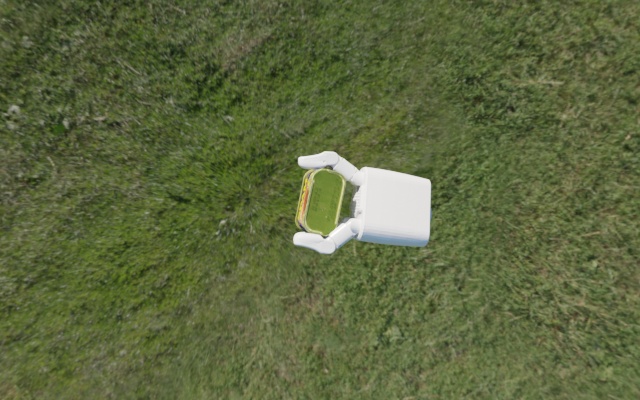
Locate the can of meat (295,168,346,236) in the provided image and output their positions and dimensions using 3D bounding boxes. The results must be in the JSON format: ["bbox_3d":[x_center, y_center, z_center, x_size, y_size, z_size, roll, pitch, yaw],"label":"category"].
[{"bbox_3d":[0.000,0.002,0.729,0.057,0.102,0.084,12,-1,-9],"label":"can of meat"}]
